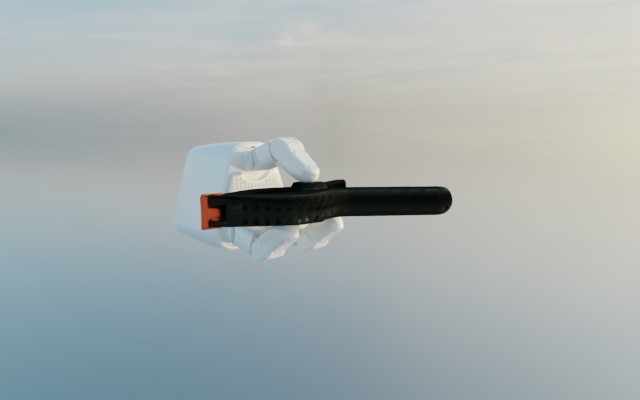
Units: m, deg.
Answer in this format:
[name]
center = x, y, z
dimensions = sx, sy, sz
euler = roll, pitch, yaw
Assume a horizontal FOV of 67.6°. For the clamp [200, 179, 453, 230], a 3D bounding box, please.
[clamp]
center = -0.001, 0.001, 0.423
dimensions = 0.210, 0.036, 0.164
euler = -7, 7, -41
